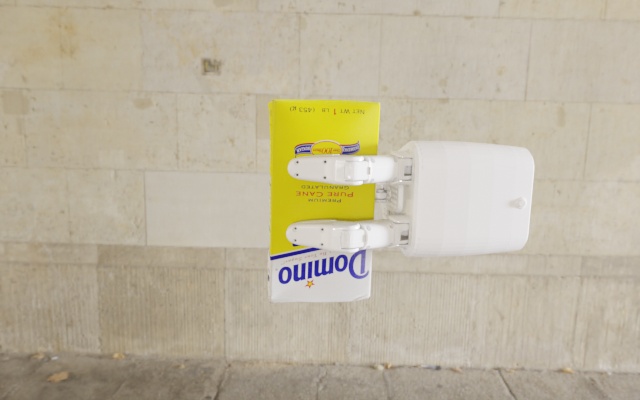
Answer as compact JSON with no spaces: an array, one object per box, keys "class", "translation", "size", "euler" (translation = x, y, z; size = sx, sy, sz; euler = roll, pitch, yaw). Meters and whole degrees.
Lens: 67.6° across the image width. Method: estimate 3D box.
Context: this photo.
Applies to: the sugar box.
[{"class":"sugar box","translation":[0.000,0.001,0.422],"size":[0.093,0.176,0.048],"euler":[-1,9,-8]}]
